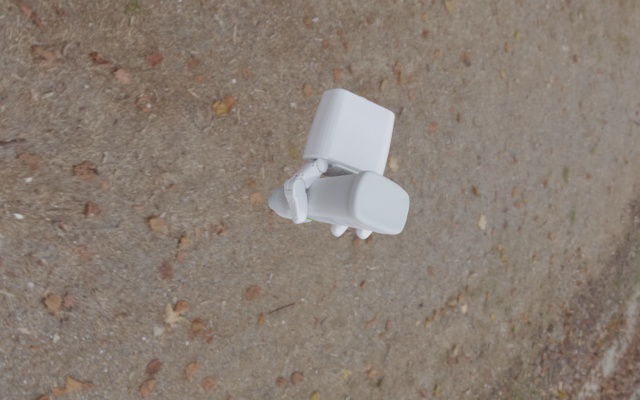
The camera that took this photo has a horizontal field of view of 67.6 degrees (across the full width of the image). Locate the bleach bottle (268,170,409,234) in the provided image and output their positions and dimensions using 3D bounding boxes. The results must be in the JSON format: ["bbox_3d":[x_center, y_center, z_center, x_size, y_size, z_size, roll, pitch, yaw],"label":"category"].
[{"bbox_3d":[0.000,0.002,0.686,0.102,0.068,0.251,24,-14,-38],"label":"bleach bottle"}]
